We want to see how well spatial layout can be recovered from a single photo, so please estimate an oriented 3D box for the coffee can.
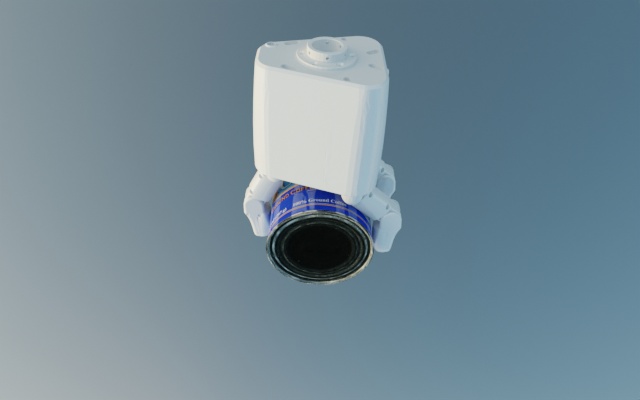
[{"bbox_3d":[0.000,0.002,0.503,0.103,0.103,0.140,0,42,1],"label":"coffee can"}]
